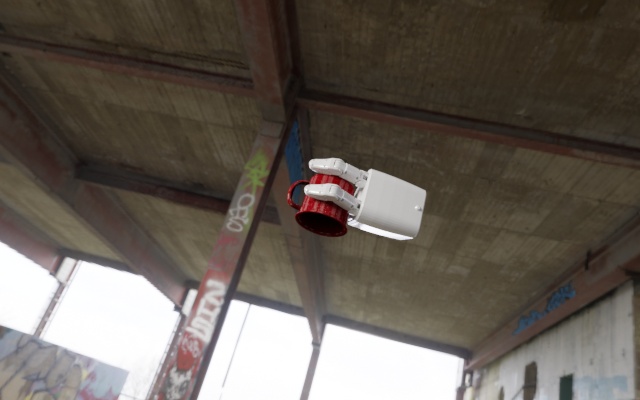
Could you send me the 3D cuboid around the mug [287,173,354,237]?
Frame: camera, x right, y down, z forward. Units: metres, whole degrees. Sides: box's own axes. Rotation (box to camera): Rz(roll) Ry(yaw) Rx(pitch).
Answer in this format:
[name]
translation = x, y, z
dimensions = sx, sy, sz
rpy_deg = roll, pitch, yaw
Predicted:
[mug]
translation = -0.001, 0.002, 0.826
dimensions = 0.117, 0.081, 0.093
rpy_deg = 20, -26, -5
